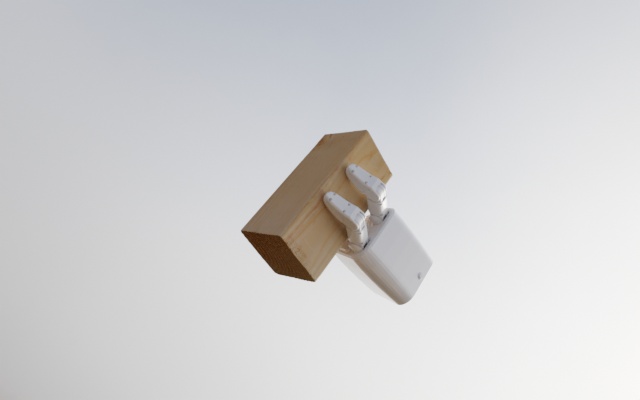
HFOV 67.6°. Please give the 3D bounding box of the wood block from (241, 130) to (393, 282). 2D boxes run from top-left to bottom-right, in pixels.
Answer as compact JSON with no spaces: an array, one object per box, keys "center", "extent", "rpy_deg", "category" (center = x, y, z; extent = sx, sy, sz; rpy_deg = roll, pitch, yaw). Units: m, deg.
[{"center":[0.000,0.002,0.668],"extent":[0.091,0.090,0.206],"rpy_deg":[1,44,48],"category":"wood block"}]
